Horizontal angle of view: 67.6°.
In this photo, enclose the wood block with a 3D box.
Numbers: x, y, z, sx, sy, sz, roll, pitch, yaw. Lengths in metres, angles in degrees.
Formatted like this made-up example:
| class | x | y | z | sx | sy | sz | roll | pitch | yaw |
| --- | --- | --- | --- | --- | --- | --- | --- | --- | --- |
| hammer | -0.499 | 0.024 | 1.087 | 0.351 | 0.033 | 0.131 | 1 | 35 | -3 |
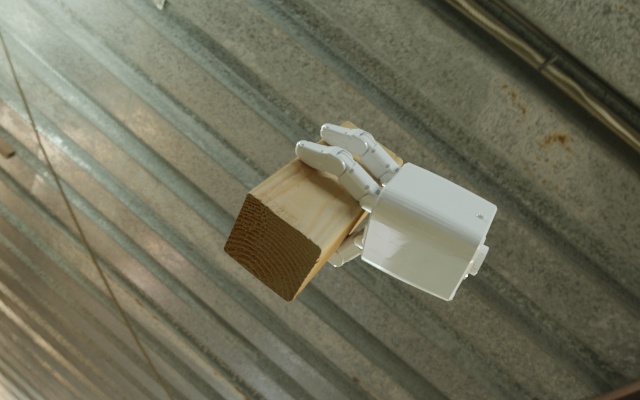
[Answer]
| class | x | y | z | sx | sy | sz | roll | pitch | yaw |
| --- | --- | --- | --- | --- | --- | --- | --- | --- | --- |
| wood block | 0.000 | 0.002 | 0.529 | 0.090 | 0.091 | 0.206 | 37 | 40 | 9 |
